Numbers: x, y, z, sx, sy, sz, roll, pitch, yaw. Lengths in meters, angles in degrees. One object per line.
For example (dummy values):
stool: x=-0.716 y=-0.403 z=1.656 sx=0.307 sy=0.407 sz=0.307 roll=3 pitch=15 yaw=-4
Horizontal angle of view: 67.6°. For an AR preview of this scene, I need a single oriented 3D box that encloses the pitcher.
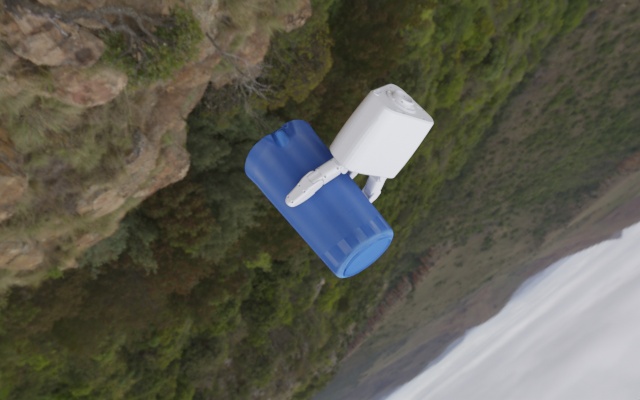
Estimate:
pitcher: x=0.000 y=0.002 z=0.758 sx=0.149 sy=0.242 sz=0.145 roll=-8 pitch=-38 yaw=-52
